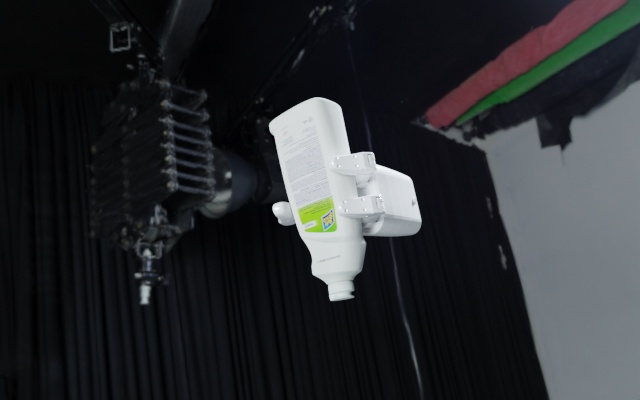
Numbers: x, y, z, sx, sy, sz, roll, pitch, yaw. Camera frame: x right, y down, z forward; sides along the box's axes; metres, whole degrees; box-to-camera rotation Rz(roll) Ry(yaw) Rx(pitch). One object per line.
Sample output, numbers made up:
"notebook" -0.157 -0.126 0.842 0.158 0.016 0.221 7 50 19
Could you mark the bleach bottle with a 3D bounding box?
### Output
"bleach bottle" 0.000 0.002 0.612 0.102 0.250 0.068 -22 -20 38
